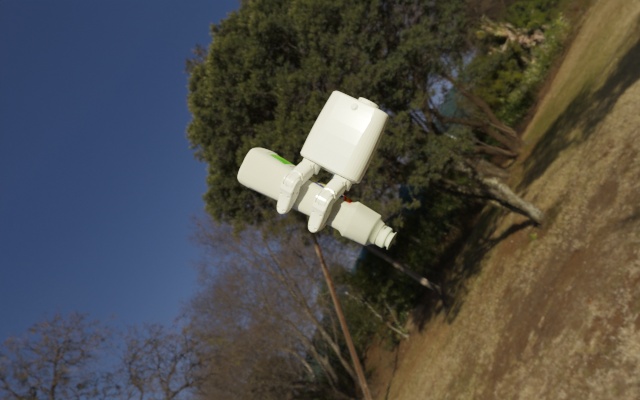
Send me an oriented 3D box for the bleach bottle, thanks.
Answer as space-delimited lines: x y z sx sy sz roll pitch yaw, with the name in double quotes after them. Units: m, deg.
0.000 0.002 0.726 0.251 0.068 0.102 28 5 18 "bleach bottle"
